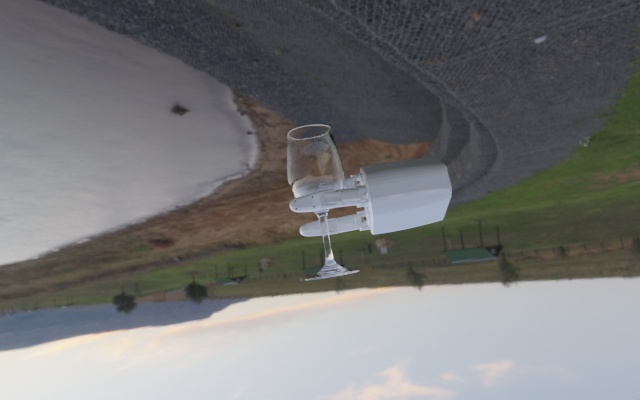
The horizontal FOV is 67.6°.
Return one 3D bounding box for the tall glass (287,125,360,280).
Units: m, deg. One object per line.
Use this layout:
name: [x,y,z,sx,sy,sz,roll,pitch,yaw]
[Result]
tall glass: [0.000,0.003,0.647,0.079,0.201,0.079,-9,-7,-1]
